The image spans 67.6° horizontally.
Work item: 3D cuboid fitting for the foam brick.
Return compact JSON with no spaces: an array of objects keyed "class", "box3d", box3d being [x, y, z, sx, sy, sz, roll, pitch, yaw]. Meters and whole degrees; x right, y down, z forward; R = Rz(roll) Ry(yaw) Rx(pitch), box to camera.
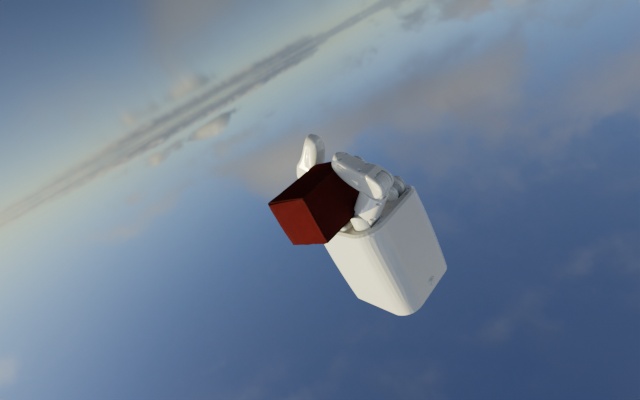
[{"class":"foam brick","box3d":[0.000,0.002,0.467,0.053,0.051,0.078,-7,27,47]}]
